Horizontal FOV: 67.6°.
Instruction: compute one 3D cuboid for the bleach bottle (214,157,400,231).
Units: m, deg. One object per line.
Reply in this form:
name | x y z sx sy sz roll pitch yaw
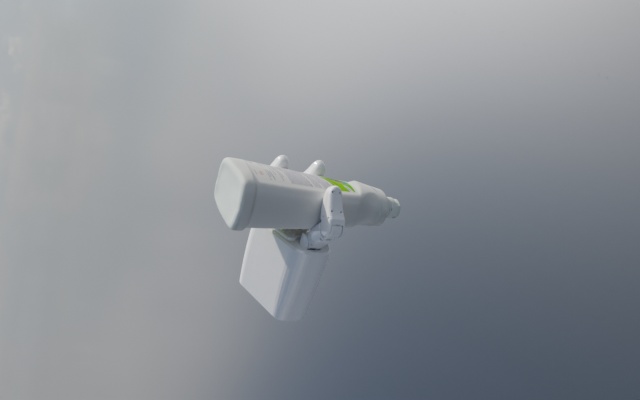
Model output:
bleach bottle | 0.000 0.002 0.609 0.251 0.068 0.102 7 22 -30
